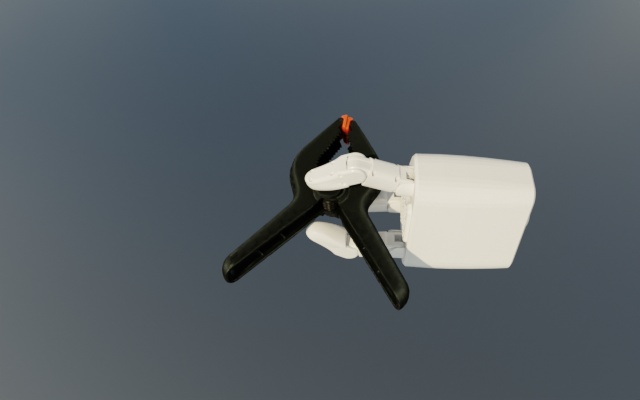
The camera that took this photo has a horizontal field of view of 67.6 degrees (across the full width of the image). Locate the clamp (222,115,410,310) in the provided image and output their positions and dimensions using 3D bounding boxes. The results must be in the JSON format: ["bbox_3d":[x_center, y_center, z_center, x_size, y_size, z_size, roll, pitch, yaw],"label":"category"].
[{"bbox_3d":[0.000,0.001,0.462,0.164,0.209,0.036,2,-35,4],"label":"clamp"}]
